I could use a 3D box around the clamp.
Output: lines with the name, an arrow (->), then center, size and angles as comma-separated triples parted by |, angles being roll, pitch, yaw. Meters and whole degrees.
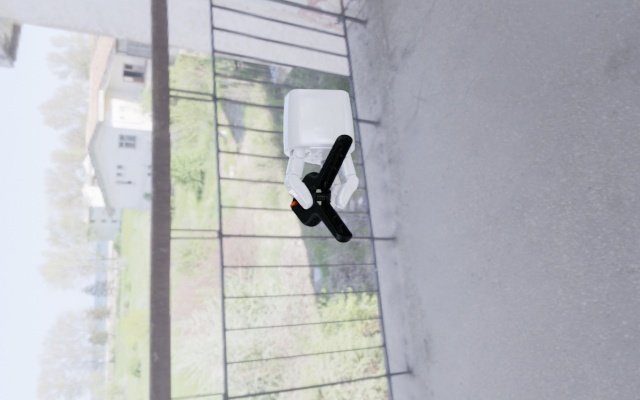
clamp -> -0.001, 0.002, 0.789 | 0.036, 0.164, 0.210 | 6, -18, -24
